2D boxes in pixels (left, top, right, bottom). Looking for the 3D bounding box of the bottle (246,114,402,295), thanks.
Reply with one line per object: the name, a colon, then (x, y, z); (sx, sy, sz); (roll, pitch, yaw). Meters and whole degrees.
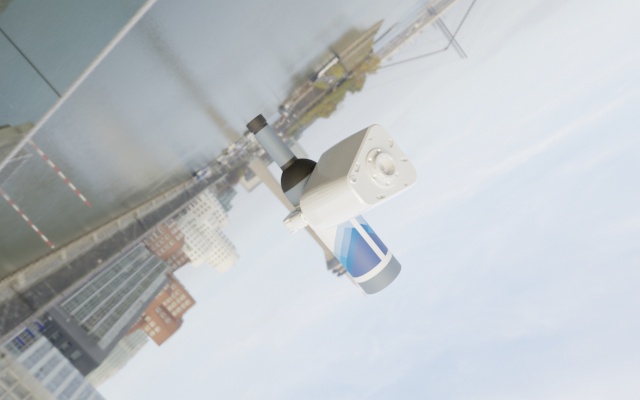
bottle: (0.000, 0.002, 0.675); (0.069, 0.296, 0.069); (-38, 9, 7)
